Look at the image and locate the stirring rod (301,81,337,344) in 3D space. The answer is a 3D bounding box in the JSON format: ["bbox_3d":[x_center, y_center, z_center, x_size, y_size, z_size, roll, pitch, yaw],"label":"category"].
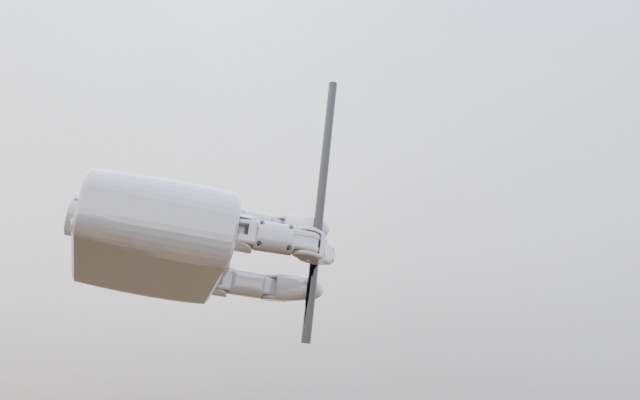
[{"bbox_3d":[0.000,0.001,0.422,0.011,0.239,0.011,5,-18,2],"label":"stirring rod"}]
